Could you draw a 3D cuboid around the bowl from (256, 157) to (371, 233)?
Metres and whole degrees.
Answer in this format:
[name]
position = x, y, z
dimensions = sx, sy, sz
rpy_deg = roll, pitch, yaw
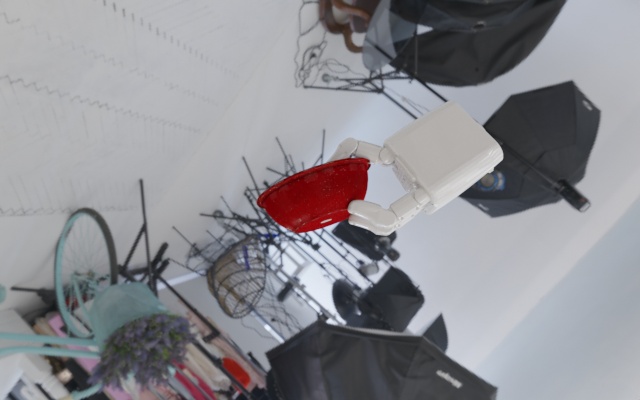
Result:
[bowl]
position = -0.001, 0.003, 0.631
dimensions = 0.162, 0.055, 0.162
rpy_deg = -19, -12, -4
